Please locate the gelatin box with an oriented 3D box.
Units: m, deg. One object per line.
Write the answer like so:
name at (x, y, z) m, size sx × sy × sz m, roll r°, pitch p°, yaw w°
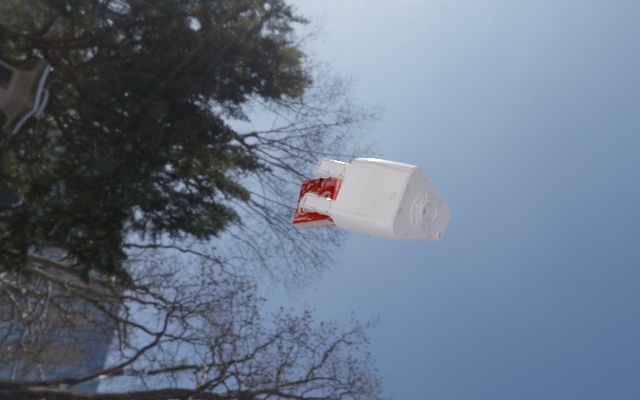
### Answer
gelatin box at (0.000, 0.003, 0.726) m, size 0.030 × 0.073 × 0.089 m, roll 25°, pitch -22°, yaw -34°
